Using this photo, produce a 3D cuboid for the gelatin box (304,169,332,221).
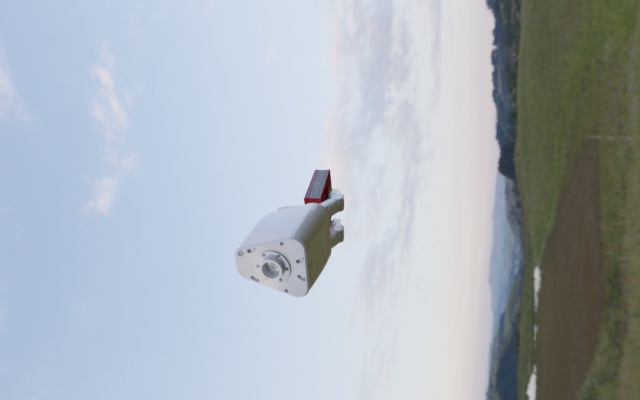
[{"bbox_3d":[0.000,0.002,0.778,0.030,0.073,0.089,1,36,12],"label":"gelatin box"}]
